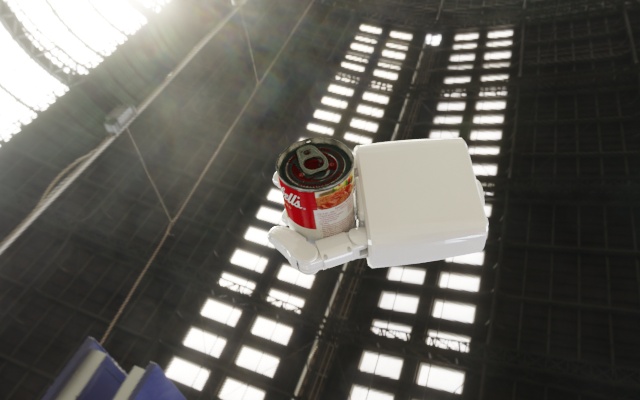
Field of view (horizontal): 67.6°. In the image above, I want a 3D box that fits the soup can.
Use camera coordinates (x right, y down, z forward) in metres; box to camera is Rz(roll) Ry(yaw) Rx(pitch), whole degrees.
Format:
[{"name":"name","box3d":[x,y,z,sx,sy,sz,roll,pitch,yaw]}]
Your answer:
[{"name":"soup can","box3d":[0.000,0.002,0.447,0.068,0.068,0.102,0,-43,8]}]
